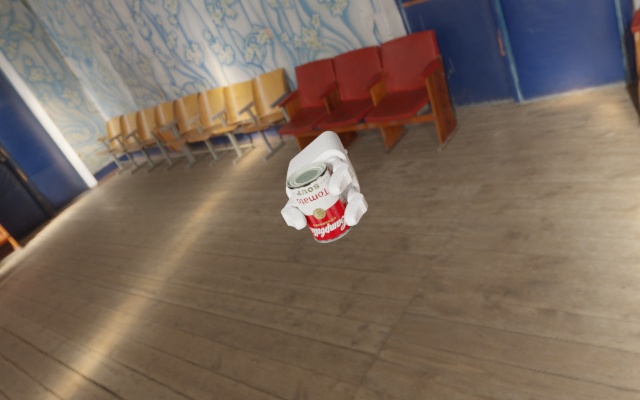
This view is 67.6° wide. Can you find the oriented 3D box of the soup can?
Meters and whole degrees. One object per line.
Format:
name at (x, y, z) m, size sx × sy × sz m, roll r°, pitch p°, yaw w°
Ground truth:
soup can at (0.000, 0.002, 0.713) m, size 0.068 × 0.102 × 0.068 m, roll -22°, pitch 26°, yaw 11°
